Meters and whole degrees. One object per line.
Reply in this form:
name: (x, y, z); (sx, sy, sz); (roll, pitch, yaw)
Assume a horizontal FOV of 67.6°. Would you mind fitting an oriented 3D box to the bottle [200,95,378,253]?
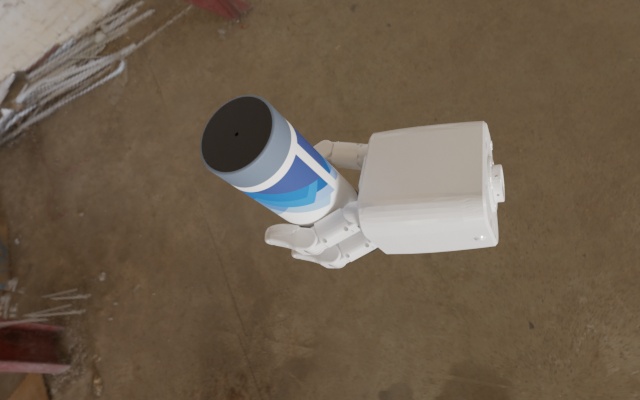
bottle: (0.000, 0.001, 0.473); (0.069, 0.069, 0.296); (0, -20, 27)
